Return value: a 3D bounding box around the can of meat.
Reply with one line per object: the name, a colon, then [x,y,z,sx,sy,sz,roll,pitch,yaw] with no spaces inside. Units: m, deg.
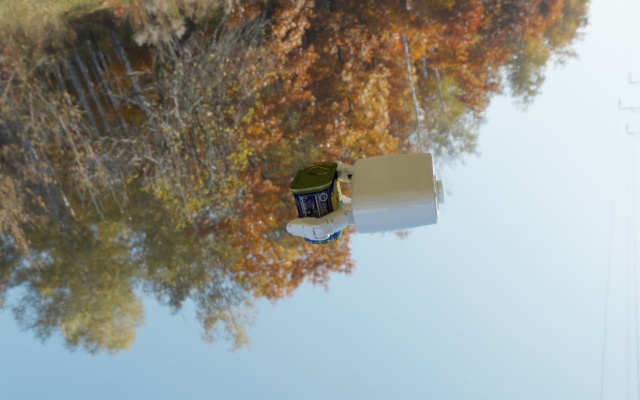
can of meat: [0.000,0.003,0.663,0.057,0.084,0.102,-8,22,13]
